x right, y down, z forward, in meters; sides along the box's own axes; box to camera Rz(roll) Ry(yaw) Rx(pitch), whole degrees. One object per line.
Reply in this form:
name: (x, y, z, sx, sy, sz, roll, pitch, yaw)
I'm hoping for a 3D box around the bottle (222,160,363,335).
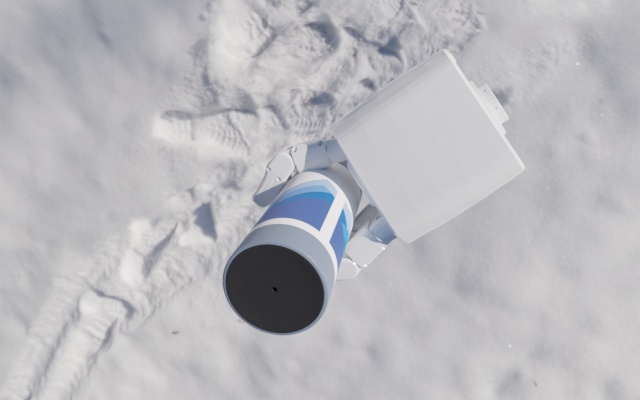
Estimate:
bottle: (0.000, 0.002, 0.421, 0.069, 0.069, 0.295, 0, 21, 12)
